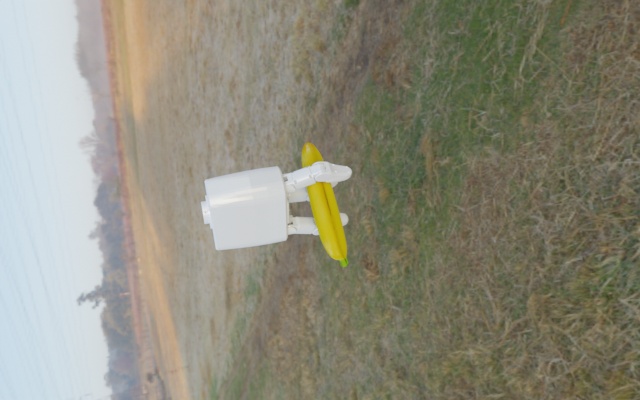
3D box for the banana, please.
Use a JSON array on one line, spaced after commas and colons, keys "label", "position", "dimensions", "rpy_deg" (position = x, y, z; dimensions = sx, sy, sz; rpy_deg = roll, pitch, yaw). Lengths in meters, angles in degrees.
[{"label": "banana", "position": [0.002, 0.003, 0.698], "dimensions": [0.037, 0.197, 0.069], "rpy_deg": [-14, -8, -6]}]
